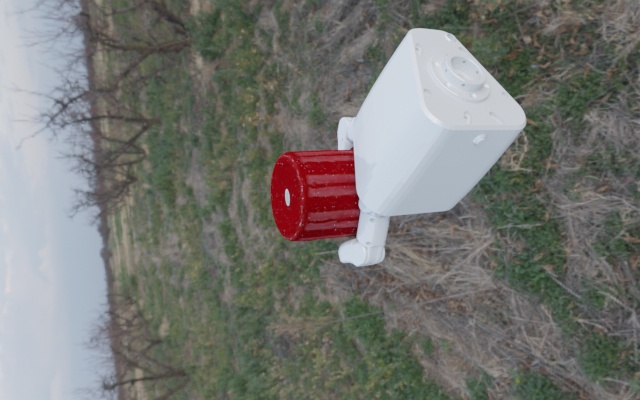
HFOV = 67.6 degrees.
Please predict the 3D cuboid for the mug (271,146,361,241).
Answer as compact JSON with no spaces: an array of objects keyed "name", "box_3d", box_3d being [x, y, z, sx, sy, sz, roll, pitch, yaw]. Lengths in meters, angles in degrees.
[{"name":"mug","box_3d":[-0.001,0.002,0.455,0.081,0.093,0.117,-4,-34,-26]}]
